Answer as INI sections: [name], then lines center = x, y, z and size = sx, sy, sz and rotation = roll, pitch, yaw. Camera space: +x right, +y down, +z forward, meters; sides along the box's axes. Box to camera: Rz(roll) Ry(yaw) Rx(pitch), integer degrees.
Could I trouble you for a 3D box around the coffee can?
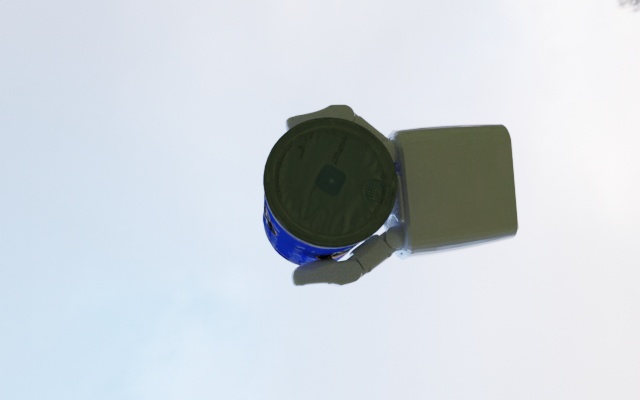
[coffee can]
center = 0.000, 0.001, 0.425
size = 0.103, 0.102, 0.140
rotation = 0, -14, -7
